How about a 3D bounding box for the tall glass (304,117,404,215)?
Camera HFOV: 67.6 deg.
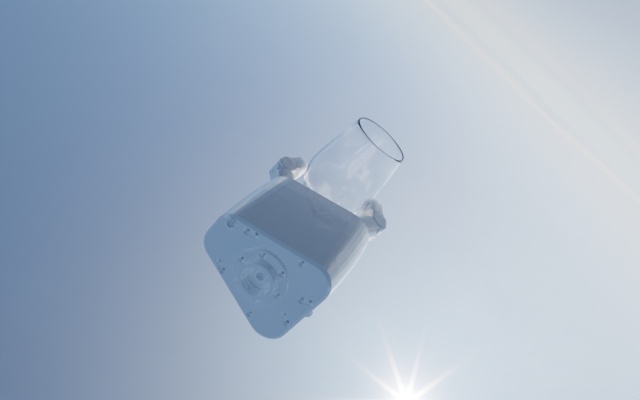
[{"bbox_3d":[0.000,0.002,0.526,0.201,0.079,0.079,-46,-25,26],"label":"tall glass"}]
